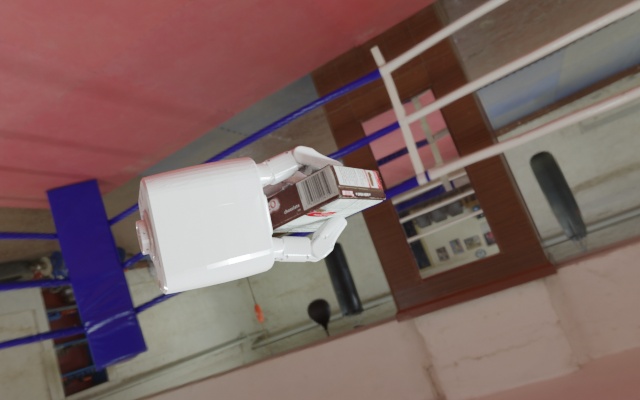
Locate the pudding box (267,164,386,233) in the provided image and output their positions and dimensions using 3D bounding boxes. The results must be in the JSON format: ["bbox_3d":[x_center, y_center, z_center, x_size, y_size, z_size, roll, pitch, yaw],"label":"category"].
[{"bbox_3d":[0.000,0.002,0.519,0.113,0.039,0.090,-25,-15,35],"label":"pudding box"}]
